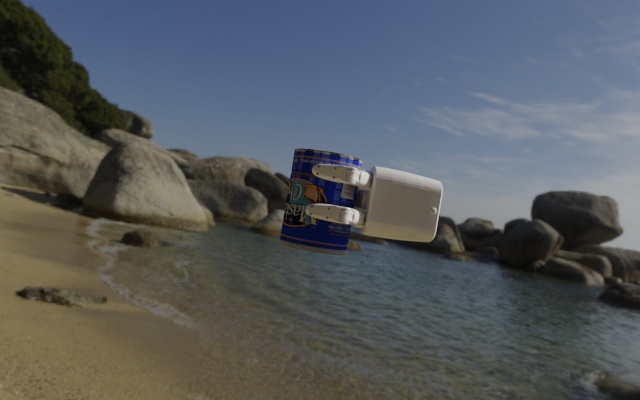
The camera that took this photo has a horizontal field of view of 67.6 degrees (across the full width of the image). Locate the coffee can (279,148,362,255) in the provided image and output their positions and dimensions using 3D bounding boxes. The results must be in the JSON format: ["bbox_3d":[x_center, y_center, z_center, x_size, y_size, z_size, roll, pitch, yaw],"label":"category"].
[{"bbox_3d":[0.000,0.002,0.706,0.103,0.140,0.103,10,-1,0],"label":"coffee can"}]
